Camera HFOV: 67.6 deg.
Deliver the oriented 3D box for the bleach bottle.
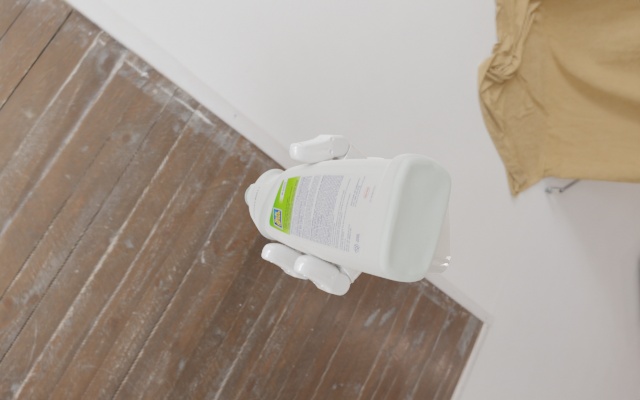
[{"bbox_3d":[0.000,0.002,0.462,0.068,0.102,0.251,15,-2,-37],"label":"bleach bottle"}]
